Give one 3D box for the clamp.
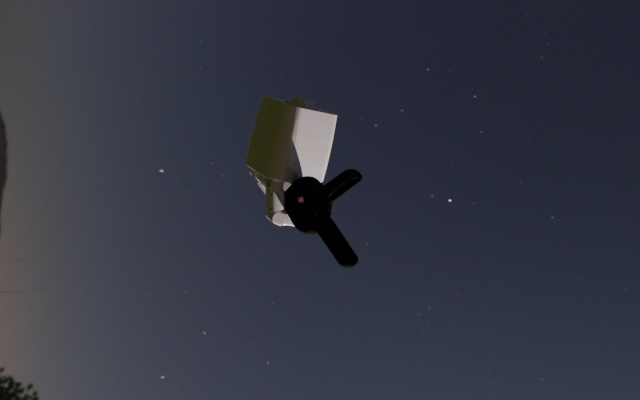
[{"bbox_3d":[0.000,0.002,0.627,0.039,0.120,0.171,1,18,-37],"label":"clamp"}]
